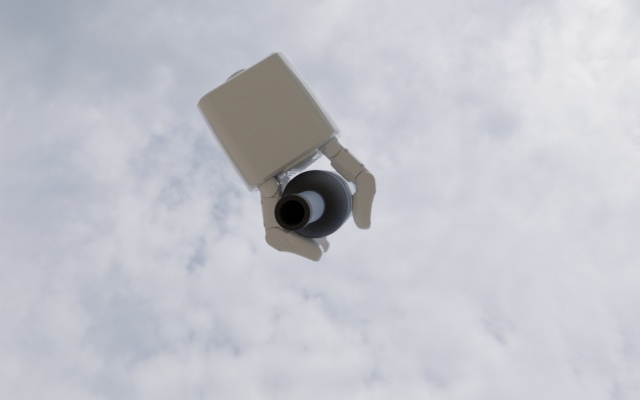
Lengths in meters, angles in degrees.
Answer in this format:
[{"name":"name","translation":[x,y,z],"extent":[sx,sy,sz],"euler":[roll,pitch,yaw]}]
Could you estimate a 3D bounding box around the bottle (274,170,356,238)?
[{"name":"bottle","translation":[0.000,0.002,0.497],"extent":[0.069,0.069,0.295],"euler":[0,3,8]}]
